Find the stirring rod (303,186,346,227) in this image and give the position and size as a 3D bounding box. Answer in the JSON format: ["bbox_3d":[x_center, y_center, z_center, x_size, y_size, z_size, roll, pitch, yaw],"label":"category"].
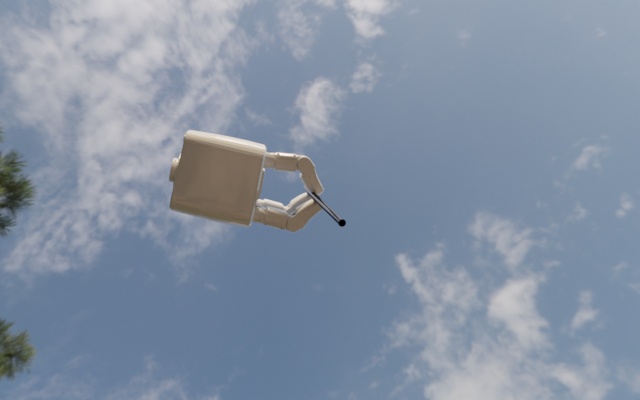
[{"bbox_3d":[0.000,0.002,0.610,0.011,0.011,0.239,0,10,-11],"label":"stirring rod"}]
